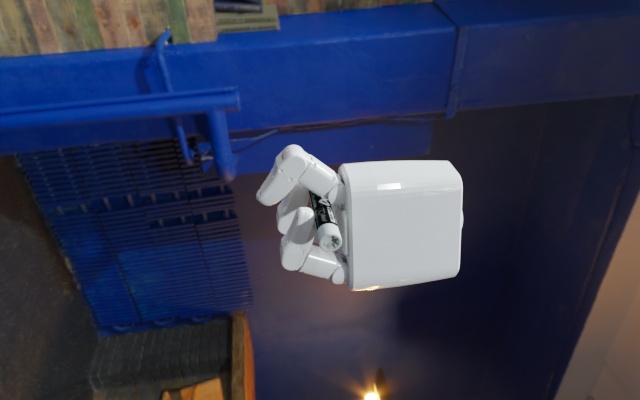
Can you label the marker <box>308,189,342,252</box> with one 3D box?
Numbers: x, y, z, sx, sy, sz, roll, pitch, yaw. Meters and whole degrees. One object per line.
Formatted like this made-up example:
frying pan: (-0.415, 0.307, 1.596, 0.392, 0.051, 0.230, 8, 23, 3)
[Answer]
marker: (0.000, 0.001, 0.430, 0.020, 0.020, 0.121, 0, 33, -9)
